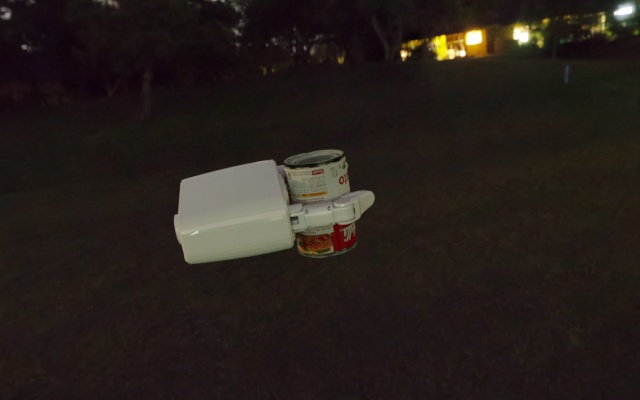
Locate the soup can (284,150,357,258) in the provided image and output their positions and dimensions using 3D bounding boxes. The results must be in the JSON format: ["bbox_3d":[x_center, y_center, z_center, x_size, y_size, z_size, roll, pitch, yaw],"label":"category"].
[{"bbox_3d":[0.001,0.001,0.519,0.068,0.102,0.068,-8,16,2],"label":"soup can"}]
